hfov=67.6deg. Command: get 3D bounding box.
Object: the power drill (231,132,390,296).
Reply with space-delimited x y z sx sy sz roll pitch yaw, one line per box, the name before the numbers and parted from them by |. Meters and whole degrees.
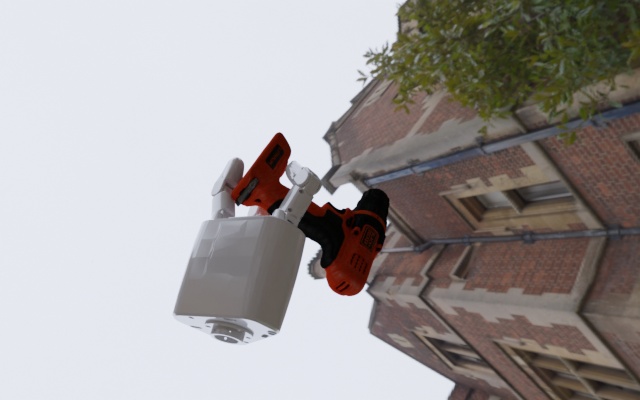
power drill | 0.000 0.002 0.581 0.057 0.187 0.184 -48 9 37
